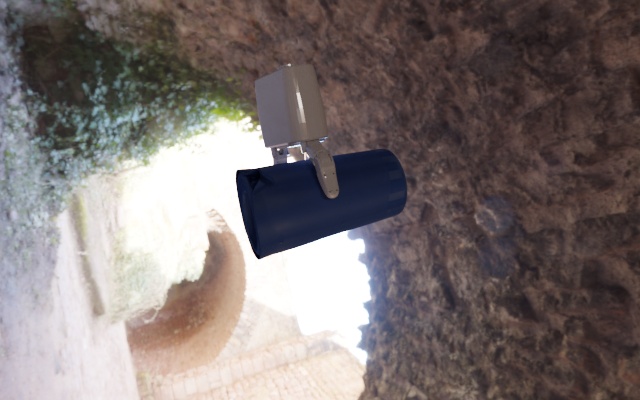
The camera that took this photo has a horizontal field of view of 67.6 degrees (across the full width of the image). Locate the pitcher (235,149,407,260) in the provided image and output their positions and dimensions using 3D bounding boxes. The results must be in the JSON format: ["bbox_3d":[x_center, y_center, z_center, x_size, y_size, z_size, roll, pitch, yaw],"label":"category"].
[{"bbox_3d":[0.000,0.002,0.723,0.243,0.145,0.149,-13,6,-17],"label":"pitcher"}]
